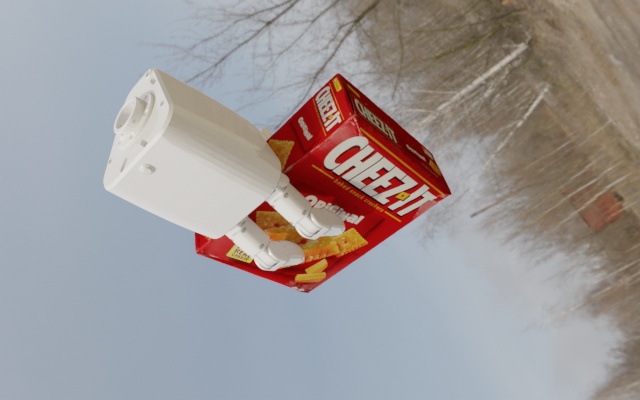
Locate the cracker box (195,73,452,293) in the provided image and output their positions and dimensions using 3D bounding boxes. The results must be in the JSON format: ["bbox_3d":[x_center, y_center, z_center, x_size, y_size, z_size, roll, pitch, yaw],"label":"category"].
[{"bbox_3d":[0.000,0.002,0.493,0.214,0.072,0.164,-38,-46,24],"label":"cracker box"}]
